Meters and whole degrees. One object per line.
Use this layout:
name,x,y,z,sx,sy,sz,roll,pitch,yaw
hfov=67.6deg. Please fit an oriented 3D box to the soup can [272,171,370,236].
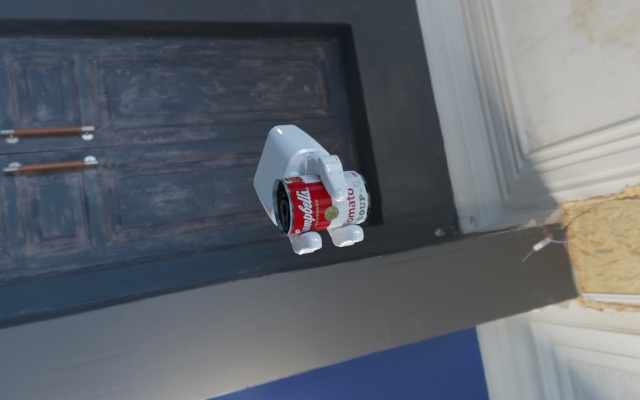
soup can,0.001,0.002,0.578,0.102,0.068,0.068,-8,3,-22
